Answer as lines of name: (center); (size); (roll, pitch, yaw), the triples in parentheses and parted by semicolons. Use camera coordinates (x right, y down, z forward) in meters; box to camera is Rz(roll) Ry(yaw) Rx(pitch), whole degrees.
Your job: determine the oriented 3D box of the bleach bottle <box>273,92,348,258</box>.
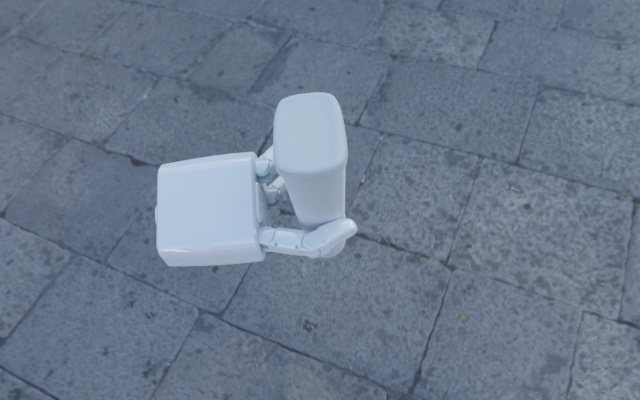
bleach bottle: (0.000, 0.002, 0.540); (0.068, 0.102, 0.251); (-6, -34, 3)
